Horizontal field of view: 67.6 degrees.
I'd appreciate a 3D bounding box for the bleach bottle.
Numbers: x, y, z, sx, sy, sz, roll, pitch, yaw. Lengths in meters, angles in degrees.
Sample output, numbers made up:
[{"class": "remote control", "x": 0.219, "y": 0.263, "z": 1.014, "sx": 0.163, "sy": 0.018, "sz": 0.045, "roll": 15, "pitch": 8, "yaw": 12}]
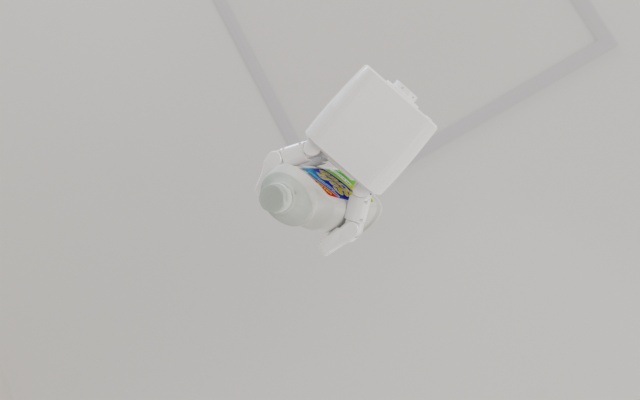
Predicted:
[{"class": "bleach bottle", "x": 0.000, "y": 0.002, "z": 0.593, "sx": 0.102, "sy": 0.068, "sz": 0.251, "roll": 46, "pitch": 15, "yaw": 14}]
